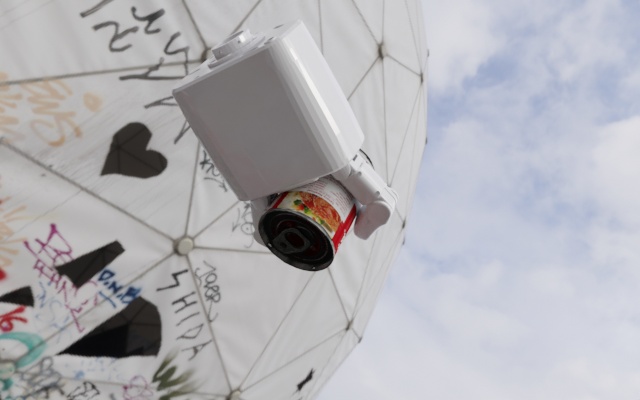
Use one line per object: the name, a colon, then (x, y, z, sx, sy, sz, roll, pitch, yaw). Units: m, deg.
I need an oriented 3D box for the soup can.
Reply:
soup can: (0.001, 0.002, 0.415, 0.068, 0.068, 0.102, 0, 39, 32)
